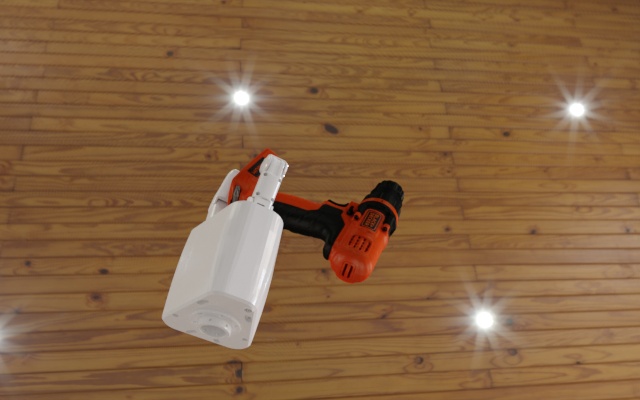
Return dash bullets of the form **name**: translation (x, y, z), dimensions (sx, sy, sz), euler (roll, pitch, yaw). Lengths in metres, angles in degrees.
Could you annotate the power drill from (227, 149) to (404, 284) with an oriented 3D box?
- **power drill**: translation (0.000, 0.002, 0.569), dimensions (0.187, 0.057, 0.184), euler (21, 34, 11)
